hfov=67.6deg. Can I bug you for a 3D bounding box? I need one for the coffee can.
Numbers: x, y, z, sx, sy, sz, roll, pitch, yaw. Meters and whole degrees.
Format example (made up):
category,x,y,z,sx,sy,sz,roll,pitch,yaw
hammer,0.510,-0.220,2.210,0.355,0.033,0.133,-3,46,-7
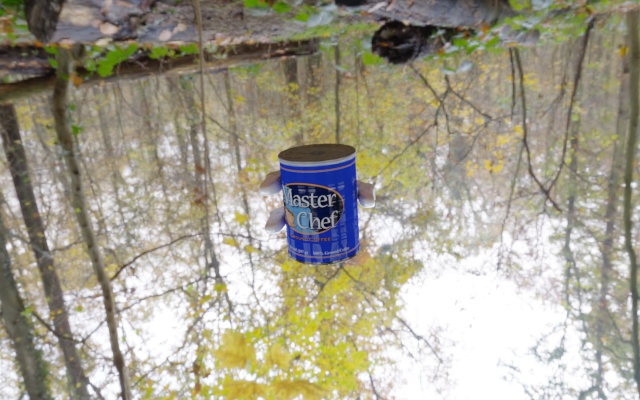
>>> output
category,x,y,z,sx,sy,sz,roll,pitch,yaw
coffee can,0.000,0.002,0.645,0.103,0.140,0.102,-4,18,1
